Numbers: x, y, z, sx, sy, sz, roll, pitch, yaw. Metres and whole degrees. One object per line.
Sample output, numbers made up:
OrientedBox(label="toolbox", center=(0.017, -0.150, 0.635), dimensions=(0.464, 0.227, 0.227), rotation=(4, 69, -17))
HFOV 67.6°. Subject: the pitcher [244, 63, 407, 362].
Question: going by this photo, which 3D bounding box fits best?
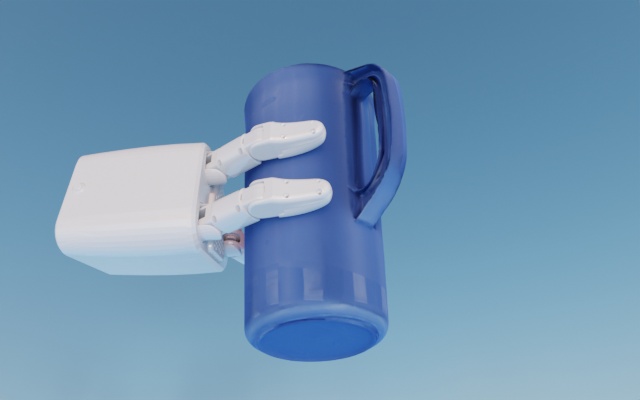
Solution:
OrientedBox(label="pitcher", center=(0.000, 0.001, 0.414), dimensions=(0.145, 0.242, 0.149), rotation=(-3, -36, 0))
